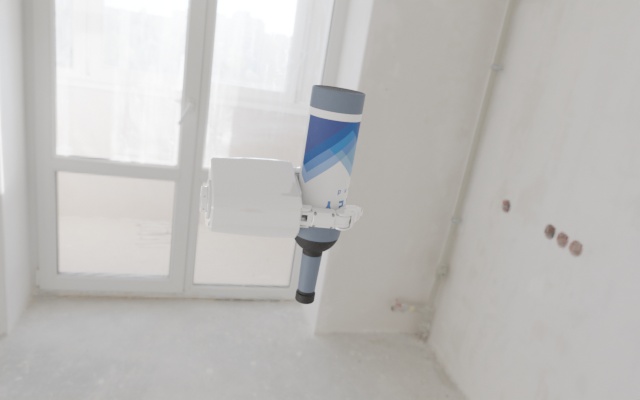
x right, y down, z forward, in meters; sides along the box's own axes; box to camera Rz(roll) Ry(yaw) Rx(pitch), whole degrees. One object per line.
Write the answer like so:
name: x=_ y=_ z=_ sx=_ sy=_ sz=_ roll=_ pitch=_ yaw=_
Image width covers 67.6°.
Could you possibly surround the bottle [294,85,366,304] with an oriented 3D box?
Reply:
bottle: x=0.000 y=0.002 z=0.631 sx=0.069 sy=0.296 sz=0.069 roll=8 pitch=18 yaw=-3
